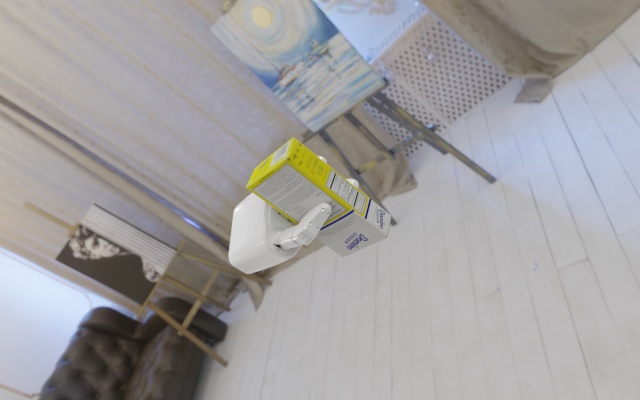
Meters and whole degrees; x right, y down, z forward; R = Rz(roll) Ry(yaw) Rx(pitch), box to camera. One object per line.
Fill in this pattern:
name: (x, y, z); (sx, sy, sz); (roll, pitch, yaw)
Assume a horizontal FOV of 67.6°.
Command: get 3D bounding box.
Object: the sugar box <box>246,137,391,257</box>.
sugar box: (0.000, 0.002, 0.634); (0.176, 0.048, 0.093); (36, -42, -23)
